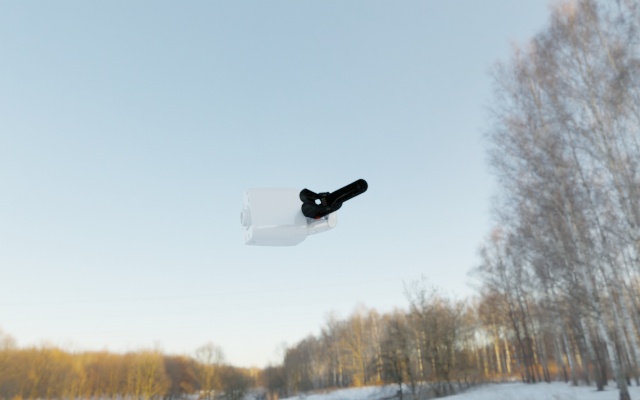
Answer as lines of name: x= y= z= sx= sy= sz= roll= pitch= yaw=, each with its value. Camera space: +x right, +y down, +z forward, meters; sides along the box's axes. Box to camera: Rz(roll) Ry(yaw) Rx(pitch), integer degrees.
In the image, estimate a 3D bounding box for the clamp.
clamp: x=0.000 y=0.002 z=0.859 sx=0.120 sy=0.039 sz=0.171 roll=-2 pitch=-19 yaw=-22
